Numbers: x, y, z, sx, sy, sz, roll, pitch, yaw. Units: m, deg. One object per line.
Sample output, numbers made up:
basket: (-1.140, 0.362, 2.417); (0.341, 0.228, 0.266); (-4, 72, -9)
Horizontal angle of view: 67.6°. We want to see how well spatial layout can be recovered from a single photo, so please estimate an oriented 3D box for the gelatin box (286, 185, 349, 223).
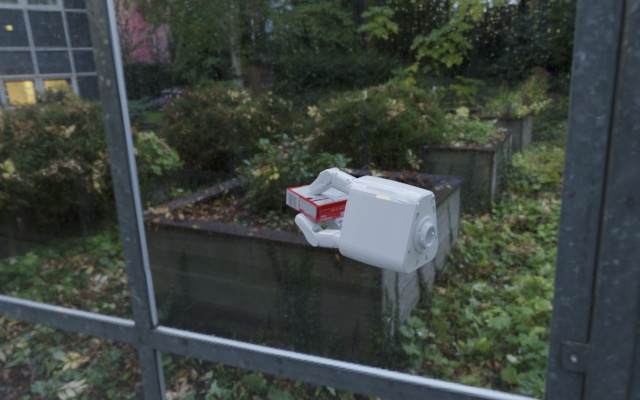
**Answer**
gelatin box: (0.000, 0.002, 0.743); (0.073, 0.030, 0.089); (-11, 25, -34)
